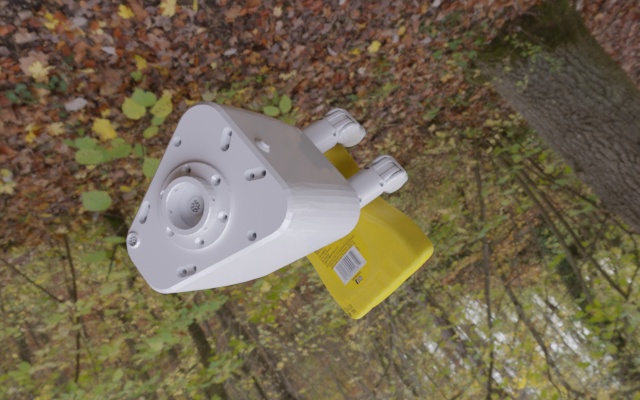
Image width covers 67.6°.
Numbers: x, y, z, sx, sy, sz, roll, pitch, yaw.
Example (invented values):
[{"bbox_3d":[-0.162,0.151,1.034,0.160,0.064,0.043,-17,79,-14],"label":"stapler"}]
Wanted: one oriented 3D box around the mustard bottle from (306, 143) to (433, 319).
[{"bbox_3d":[0.000,0.001,0.412,0.058,0.191,0.096,-23,-24,-47],"label":"mustard bottle"}]
